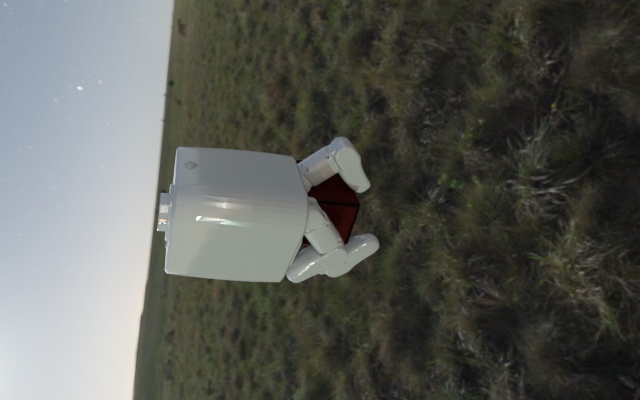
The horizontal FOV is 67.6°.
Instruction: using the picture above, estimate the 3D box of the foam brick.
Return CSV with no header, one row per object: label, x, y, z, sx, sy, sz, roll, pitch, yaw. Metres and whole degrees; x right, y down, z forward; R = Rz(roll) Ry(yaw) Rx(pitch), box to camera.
foam brick,0.000,0.002,0.480,0.051,0.053,0.078,5,32,-18
